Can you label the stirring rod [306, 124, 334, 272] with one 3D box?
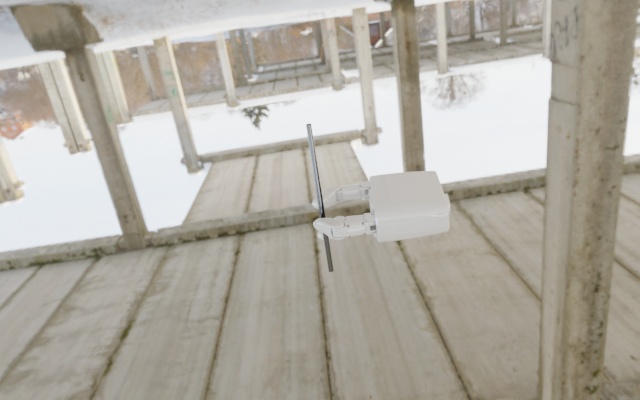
[{"bbox_3d":[0.000,0.002,0.723,0.011,0.240,0.011,-8,21,3],"label":"stirring rod"}]
